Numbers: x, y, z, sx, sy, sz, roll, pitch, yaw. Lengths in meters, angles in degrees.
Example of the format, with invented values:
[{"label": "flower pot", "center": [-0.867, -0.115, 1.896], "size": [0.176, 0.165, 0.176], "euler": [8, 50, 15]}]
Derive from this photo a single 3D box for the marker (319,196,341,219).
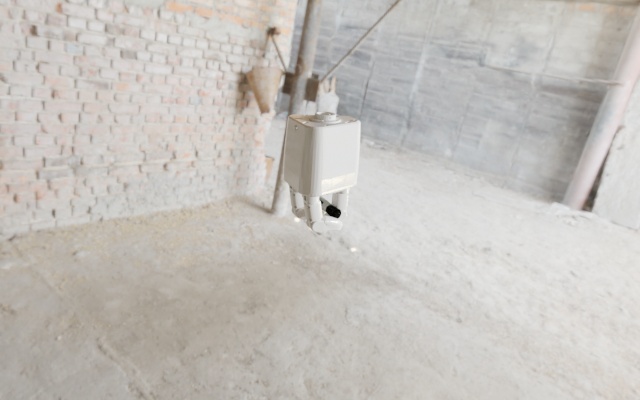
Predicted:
[{"label": "marker", "center": [0.000, 0.003, 0.813], "size": [0.020, 0.020, 0.121], "euler": [0, 21, -30]}]
